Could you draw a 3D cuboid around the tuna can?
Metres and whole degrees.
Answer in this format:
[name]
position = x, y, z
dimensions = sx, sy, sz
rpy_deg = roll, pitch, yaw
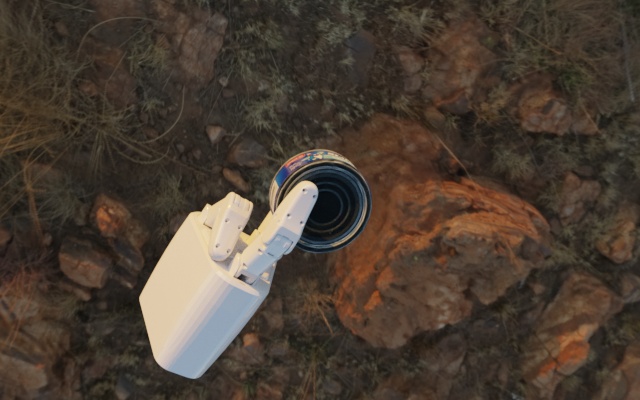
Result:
[tuna can]
position = 0.000, 0.001, 0.411
dimensions = 0.086, 0.086, 0.033
rpy_deg = 0, 20, -13
